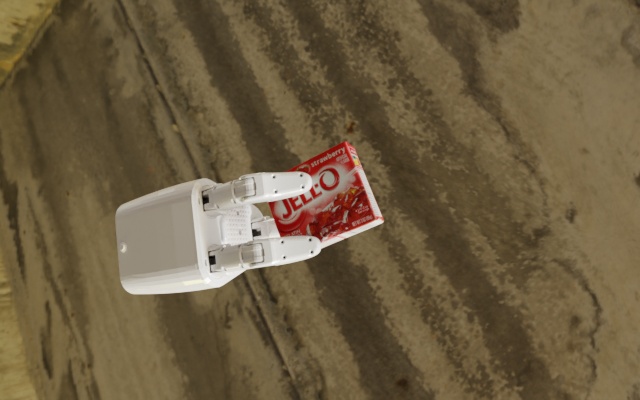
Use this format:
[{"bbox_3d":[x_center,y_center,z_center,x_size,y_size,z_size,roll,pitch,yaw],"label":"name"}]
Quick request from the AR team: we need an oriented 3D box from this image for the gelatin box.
[{"bbox_3d":[0.001,0.001,0.418,0.089,0.073,0.030,-25,-14,18],"label":"gelatin box"}]
